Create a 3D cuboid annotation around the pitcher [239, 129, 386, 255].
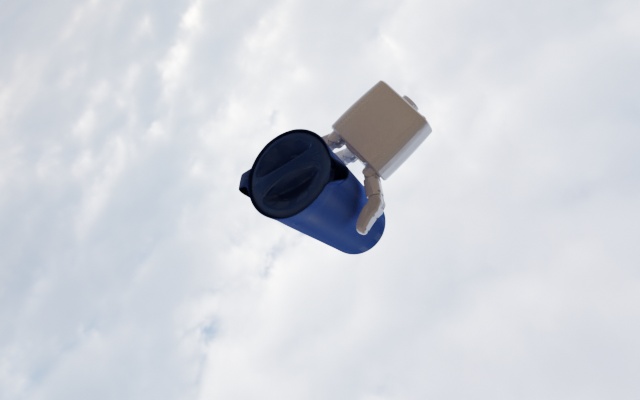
[{"bbox_3d":[0.000,0.002,0.742,0.149,0.145,0.243,49,7,36],"label":"pitcher"}]
